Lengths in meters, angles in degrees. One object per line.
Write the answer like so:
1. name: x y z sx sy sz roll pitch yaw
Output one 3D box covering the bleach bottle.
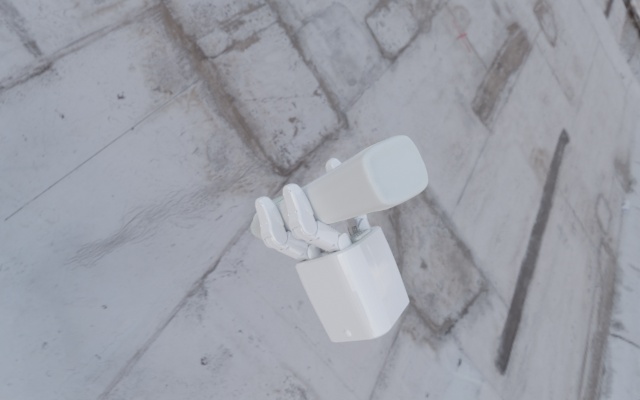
1. bleach bottle: 0.000 0.002 0.579 0.102 0.068 0.251 -25 1 -44
